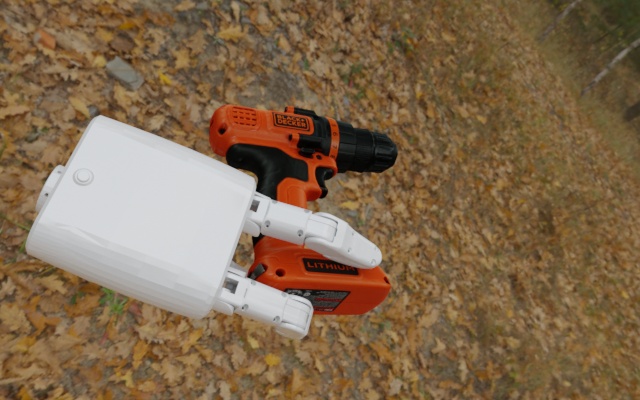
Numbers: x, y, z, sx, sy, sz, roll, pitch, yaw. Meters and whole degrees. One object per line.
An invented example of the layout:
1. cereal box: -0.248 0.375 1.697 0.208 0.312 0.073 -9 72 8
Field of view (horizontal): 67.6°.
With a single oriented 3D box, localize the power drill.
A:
1. power drill: 0.000 0.002 0.407 0.184 0.187 0.057 5 -39 -21
